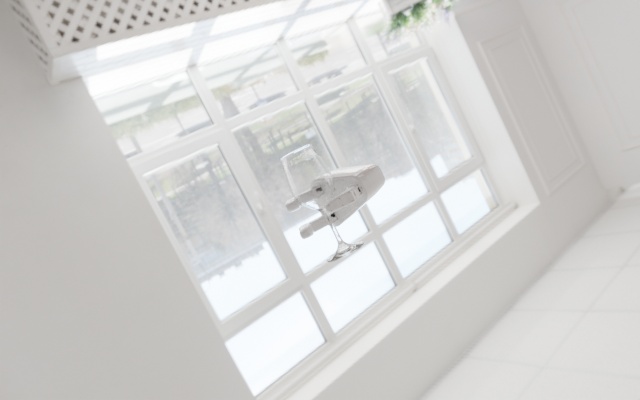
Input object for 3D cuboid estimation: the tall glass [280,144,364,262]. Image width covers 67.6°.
[{"bbox_3d":[0.000,0.003,0.841,0.079,0.201,0.079,-27,4,2],"label":"tall glass"}]
